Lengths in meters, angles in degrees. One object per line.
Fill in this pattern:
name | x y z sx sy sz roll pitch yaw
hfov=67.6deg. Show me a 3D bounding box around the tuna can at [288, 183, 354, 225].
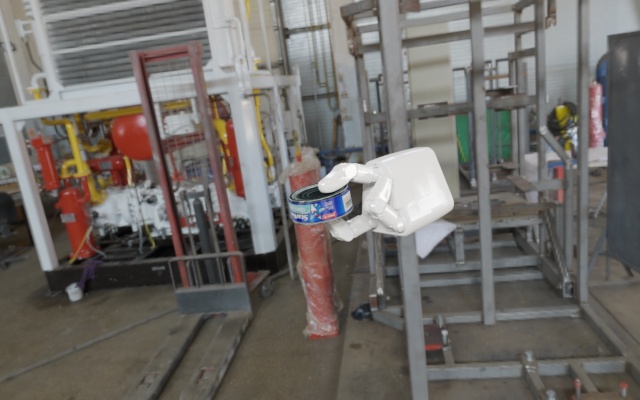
tuna can | 0.000 0.002 0.651 0.086 0.034 0.086 -11 17 3
